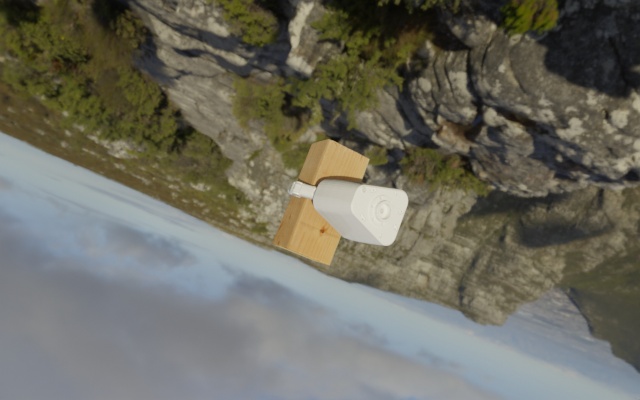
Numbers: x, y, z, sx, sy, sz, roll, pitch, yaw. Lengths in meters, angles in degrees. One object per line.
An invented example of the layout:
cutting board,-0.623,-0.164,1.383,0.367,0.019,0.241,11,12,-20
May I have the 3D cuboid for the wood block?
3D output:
wood block,0.000,0.003,0.877,0.091,0.206,0.090,24,-9,-21
